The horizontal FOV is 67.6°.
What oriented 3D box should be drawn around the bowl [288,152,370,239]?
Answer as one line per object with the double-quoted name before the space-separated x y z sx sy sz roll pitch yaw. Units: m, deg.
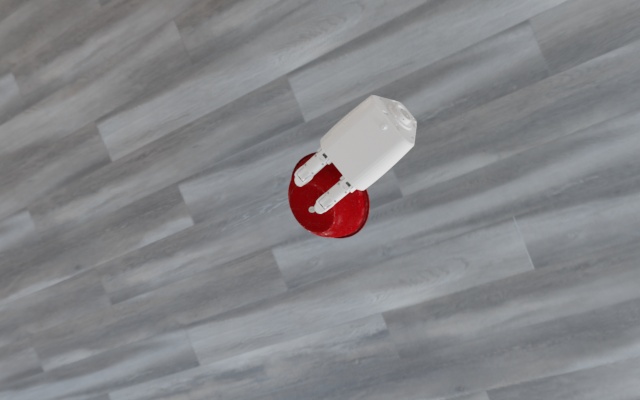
"bowl" -0.001 0.004 0.809 0.162 0.162 0.055 0 23 37
